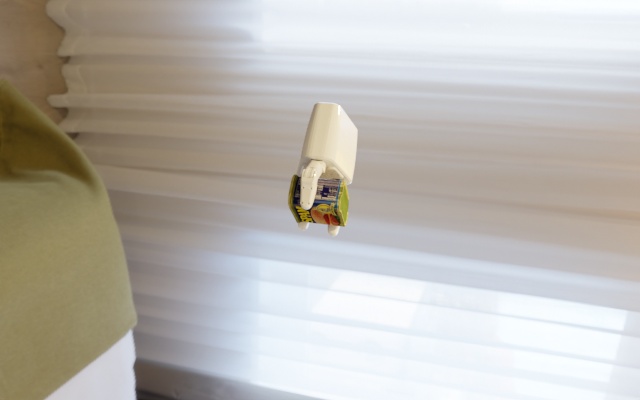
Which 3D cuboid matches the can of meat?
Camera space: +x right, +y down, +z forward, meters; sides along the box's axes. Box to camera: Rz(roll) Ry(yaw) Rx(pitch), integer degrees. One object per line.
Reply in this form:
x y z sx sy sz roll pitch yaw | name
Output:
0.000 0.003 0.781 0.084 0.057 0.102 6 -23 11 | can of meat
